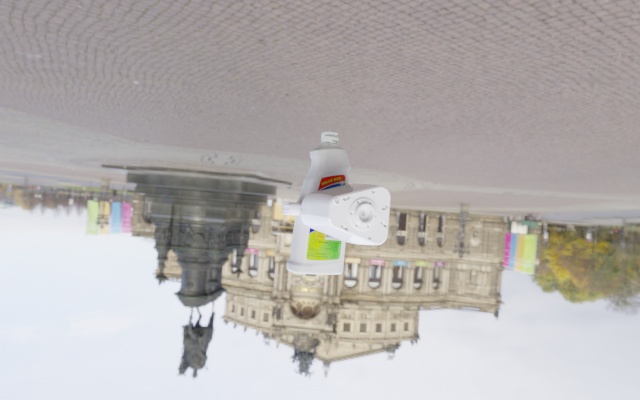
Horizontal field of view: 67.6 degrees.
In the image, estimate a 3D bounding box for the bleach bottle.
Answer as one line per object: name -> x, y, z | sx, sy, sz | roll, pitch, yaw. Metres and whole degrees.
bleach bottle -> 0.000, 0.003, 0.854 | 0.102, 0.251, 0.068 | 5, -1, -24
